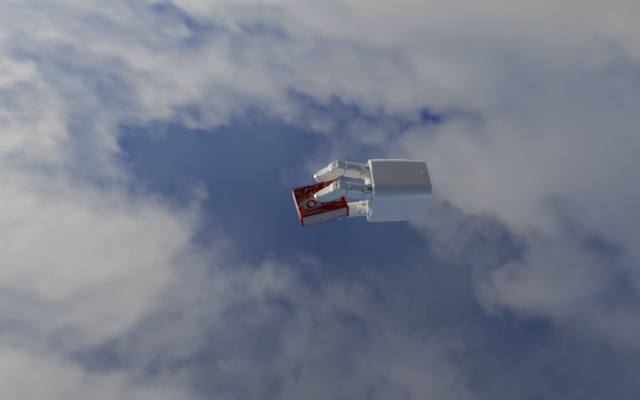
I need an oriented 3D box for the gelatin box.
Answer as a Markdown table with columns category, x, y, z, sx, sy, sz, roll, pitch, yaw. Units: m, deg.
| category | x | y | z | sx | sy | sz | roll | pitch | yaw |
| --- | --- | --- | --- | --- | --- | --- | --- | --- | --- |
| gelatin box | 0.000 | 0.003 | 0.866 | 0.089 | 0.073 | 0.030 | -13 | -41 | -7 |
